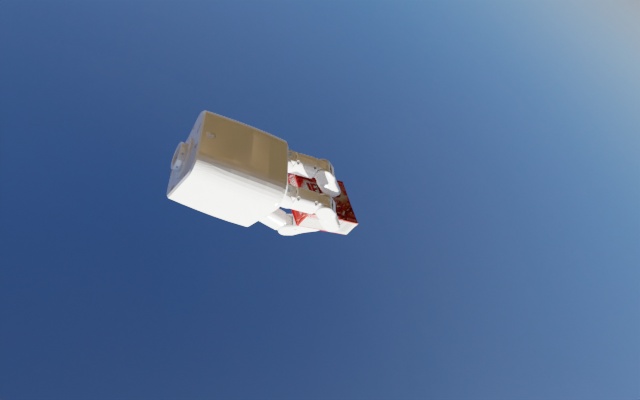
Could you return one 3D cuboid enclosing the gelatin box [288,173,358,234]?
[{"bbox_3d":[0.000,0.002,0.627,0.089,0.073,0.030,13,-44,-38],"label":"gelatin box"}]
